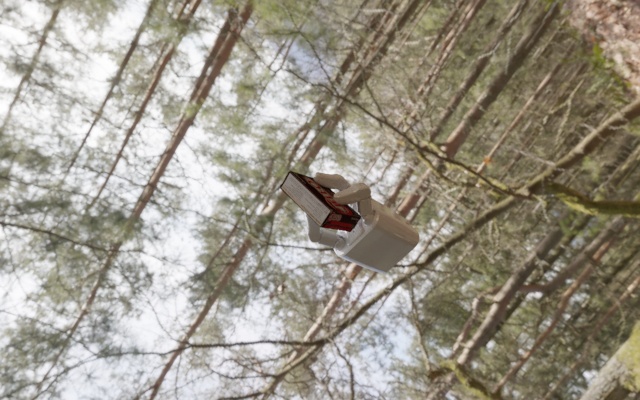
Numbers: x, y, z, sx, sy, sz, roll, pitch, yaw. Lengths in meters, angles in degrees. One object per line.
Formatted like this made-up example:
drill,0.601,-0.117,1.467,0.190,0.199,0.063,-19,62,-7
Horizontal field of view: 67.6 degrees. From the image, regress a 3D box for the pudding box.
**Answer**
pudding box,0.000,0.003,0.776,0.113,0.039,0.090,41,14,32
